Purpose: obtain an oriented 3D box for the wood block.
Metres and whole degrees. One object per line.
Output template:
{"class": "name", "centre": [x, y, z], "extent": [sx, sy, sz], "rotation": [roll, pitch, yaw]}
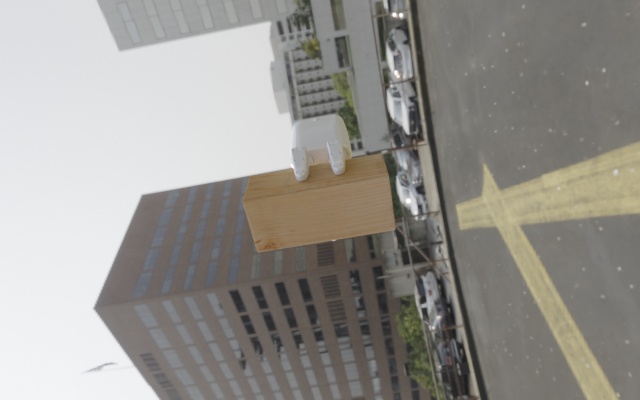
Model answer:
{"class": "wood block", "centre": [0.000, 0.002, 0.715], "extent": [0.206, 0.091, 0.090], "rotation": [-10, 27, 4]}
